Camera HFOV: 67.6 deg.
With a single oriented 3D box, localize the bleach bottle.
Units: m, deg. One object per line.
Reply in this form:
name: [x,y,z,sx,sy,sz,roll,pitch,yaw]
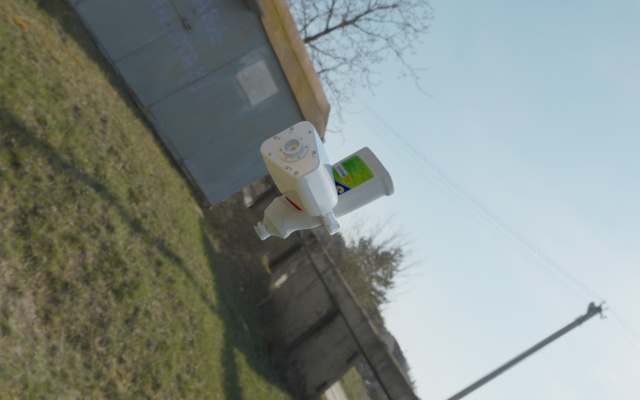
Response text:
bleach bottle: [0.000,0.003,0.857,0.251,0.102,0.068,-29,-37,-3]
